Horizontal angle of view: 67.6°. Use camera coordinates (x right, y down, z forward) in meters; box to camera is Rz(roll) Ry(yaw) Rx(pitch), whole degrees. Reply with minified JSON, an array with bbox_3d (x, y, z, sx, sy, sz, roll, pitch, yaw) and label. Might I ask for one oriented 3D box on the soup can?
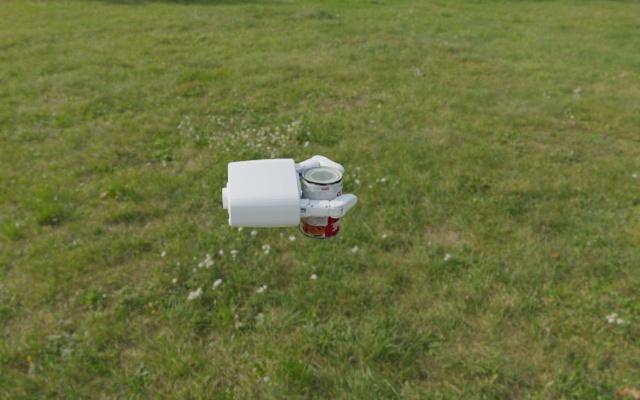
[{"bbox_3d":[0.001,0.002,0.775,0.068,0.102,0.068,2,29,-1],"label":"soup can"}]
